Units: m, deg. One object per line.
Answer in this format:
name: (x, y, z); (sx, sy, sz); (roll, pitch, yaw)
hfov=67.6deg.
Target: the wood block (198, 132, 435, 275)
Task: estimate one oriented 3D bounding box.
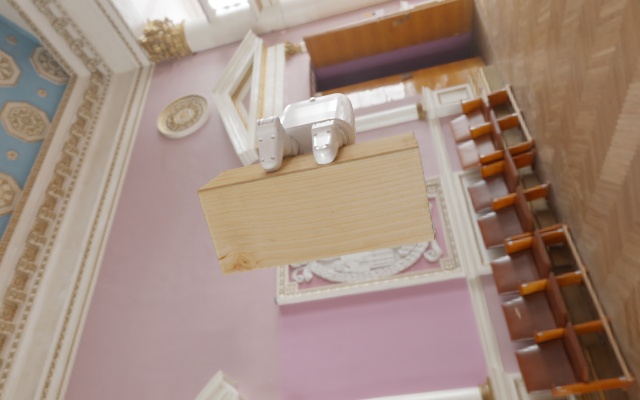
wood block: (0.000, 0.002, 0.477); (0.206, 0.091, 0.090); (-11, 15, 11)
